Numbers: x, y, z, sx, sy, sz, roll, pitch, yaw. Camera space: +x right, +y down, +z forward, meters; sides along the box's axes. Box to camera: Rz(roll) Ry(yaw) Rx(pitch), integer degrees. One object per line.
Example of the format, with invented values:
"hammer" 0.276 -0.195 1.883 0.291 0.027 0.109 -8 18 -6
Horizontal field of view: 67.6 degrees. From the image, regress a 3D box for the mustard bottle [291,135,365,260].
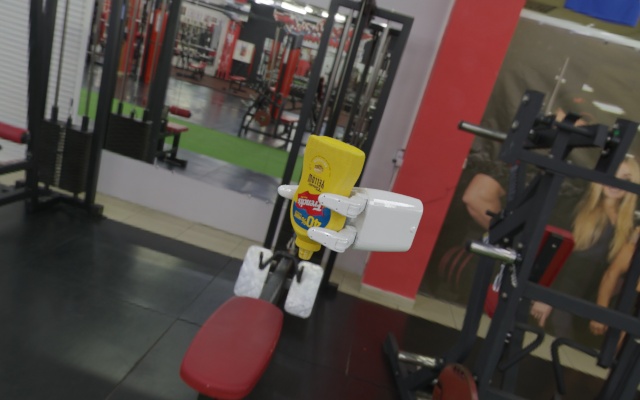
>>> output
"mustard bottle" 0.000 0.002 0.737 0.096 0.192 0.058 27 19 36
